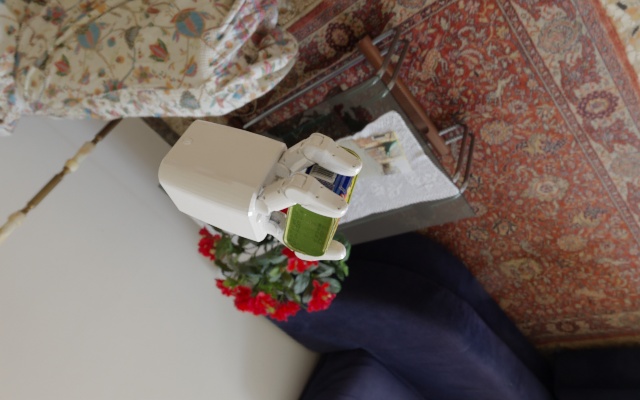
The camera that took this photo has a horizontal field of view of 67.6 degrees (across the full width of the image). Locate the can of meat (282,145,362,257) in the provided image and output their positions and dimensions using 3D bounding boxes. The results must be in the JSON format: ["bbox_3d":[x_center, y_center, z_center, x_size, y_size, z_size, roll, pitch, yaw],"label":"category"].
[{"bbox_3d":[0.000,0.002,0.521,0.057,0.084,0.102,21,-39,5],"label":"can of meat"}]
